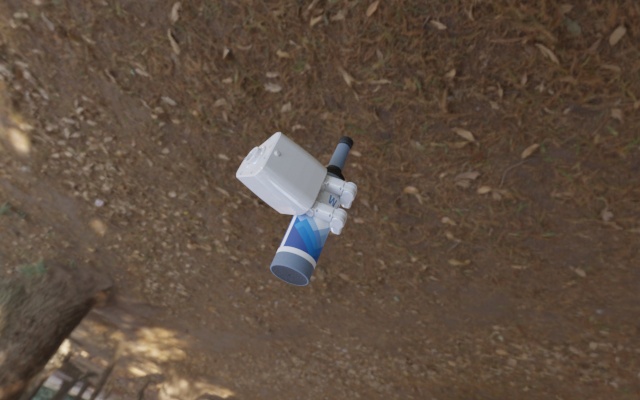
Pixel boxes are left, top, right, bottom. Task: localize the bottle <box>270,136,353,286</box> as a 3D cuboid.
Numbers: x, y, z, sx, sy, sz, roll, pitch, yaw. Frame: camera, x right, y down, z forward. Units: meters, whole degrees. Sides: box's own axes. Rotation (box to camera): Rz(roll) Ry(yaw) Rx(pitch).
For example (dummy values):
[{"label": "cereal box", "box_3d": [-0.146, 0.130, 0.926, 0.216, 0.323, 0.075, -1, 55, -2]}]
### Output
[{"label": "bottle", "box_3d": [0.000, 0.003, 0.833, 0.069, 0.295, 0.069, 17, -31, 11]}]
